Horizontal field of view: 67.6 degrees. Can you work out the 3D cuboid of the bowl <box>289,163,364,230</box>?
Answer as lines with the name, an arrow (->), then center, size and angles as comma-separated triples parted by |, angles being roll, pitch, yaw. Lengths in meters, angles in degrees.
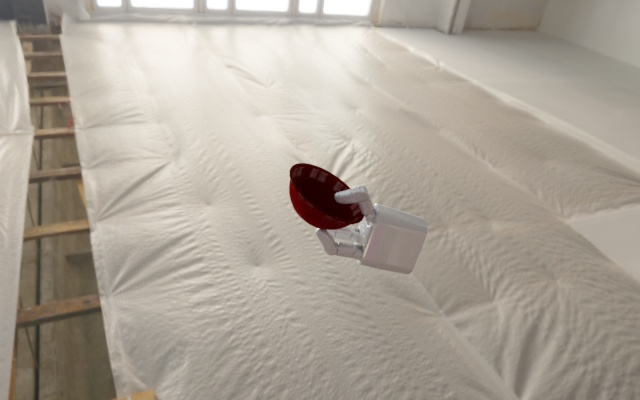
bowl -> -0.001, 0.002, 0.882 | 0.162, 0.055, 0.162 | 28, 28, -17
